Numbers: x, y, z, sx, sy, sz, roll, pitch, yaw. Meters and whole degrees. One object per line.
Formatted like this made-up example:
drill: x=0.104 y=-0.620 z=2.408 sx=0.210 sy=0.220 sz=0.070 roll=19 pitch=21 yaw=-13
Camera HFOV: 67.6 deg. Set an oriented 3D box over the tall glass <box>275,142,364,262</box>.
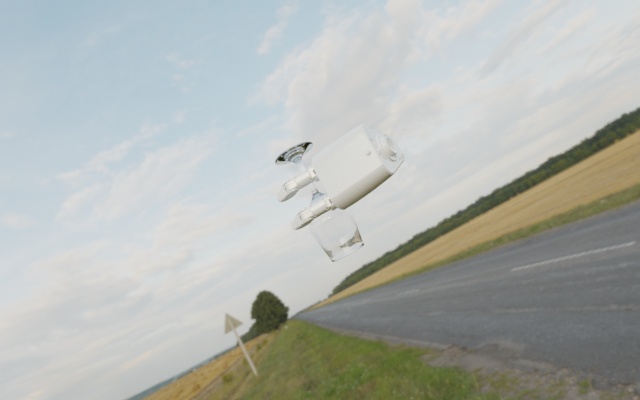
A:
tall glass: x=0.000 y=0.002 z=0.817 sx=0.079 sy=0.201 sz=0.079 roll=-27 pitch=-11 yaw=-6
